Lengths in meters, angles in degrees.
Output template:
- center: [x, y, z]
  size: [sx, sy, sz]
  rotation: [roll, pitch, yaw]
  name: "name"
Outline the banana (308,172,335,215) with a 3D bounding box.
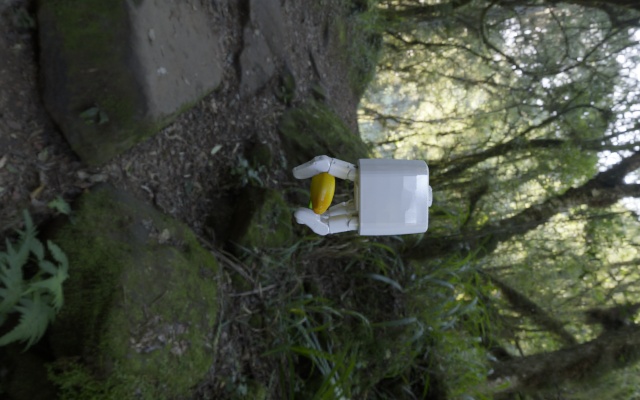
- center: [0.002, -0.016, 0.757]
  size: [0.037, 0.069, 0.198]
  rotation: [8, 1, -2]
  name: "banana"
